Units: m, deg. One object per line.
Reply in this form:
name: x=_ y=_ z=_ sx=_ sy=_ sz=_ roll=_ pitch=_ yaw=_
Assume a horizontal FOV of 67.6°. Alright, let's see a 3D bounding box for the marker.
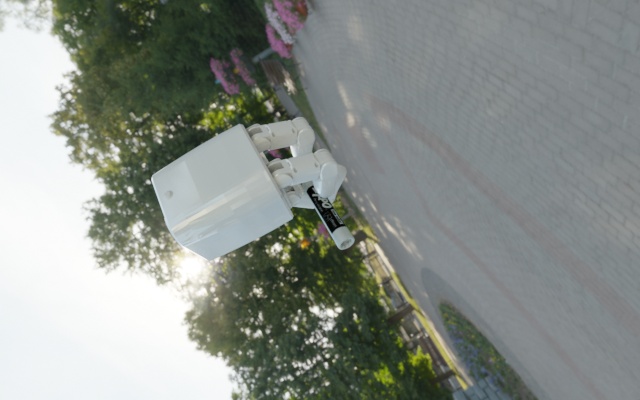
marker: x=0.000 y=0.002 z=0.512 sx=0.020 sy=0.020 sz=0.121 roll=0 pitch=44 yaw=-37
